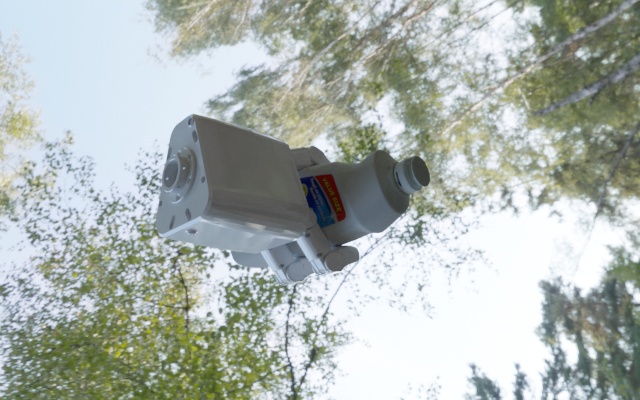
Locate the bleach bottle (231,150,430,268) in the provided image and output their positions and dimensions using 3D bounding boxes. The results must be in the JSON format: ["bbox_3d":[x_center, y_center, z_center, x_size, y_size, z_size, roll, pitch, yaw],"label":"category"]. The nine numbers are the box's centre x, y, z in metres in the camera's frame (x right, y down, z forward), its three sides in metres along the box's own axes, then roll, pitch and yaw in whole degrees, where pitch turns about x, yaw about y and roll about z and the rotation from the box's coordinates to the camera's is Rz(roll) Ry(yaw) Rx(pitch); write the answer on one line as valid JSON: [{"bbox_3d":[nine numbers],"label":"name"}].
[{"bbox_3d":[0.000,0.002,0.505,0.068,0.102,0.251,14,-26,-43],"label":"bleach bottle"}]
